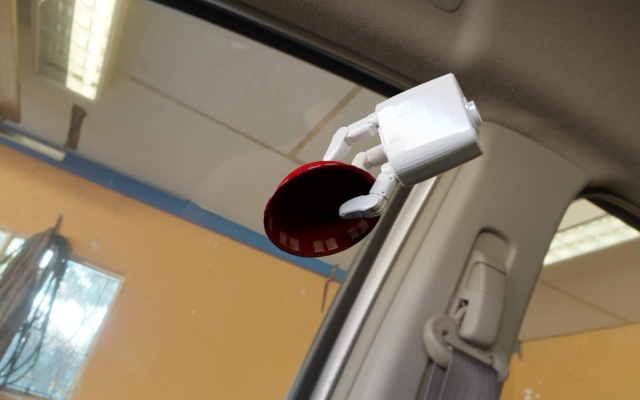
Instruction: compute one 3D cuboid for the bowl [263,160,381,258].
[{"bbox_3d":[-0.001,0.002,0.639,0.162,0.162,0.055,0,40,-18],"label":"bowl"}]
